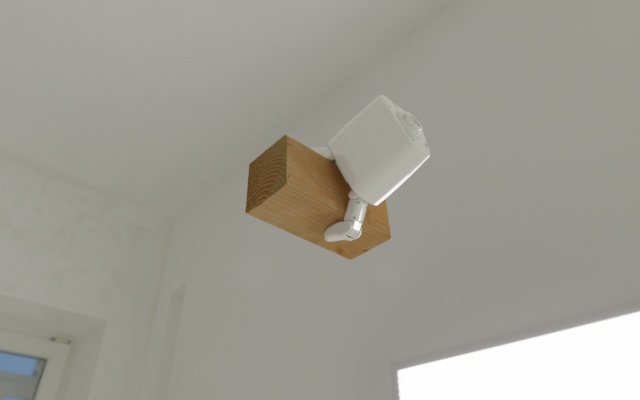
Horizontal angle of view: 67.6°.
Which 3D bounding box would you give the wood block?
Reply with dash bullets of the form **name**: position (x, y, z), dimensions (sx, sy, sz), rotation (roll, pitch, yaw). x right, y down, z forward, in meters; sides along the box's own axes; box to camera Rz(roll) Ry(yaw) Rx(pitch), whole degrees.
- **wood block**: position (0.000, 0.002, 0.708), dimensions (0.206, 0.090, 0.090), rotation (28, -45, -35)
